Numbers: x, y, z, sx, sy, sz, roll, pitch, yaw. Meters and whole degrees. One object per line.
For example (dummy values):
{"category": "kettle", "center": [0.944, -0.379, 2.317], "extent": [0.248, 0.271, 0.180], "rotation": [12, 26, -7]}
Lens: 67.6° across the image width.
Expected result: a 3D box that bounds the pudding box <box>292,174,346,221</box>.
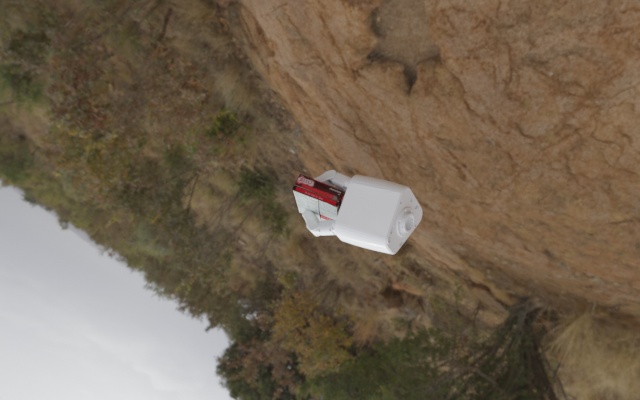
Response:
{"category": "pudding box", "center": [0.000, 0.003, 0.870], "extent": [0.090, 0.039, 0.113], "rotation": [23, -21, 13]}
